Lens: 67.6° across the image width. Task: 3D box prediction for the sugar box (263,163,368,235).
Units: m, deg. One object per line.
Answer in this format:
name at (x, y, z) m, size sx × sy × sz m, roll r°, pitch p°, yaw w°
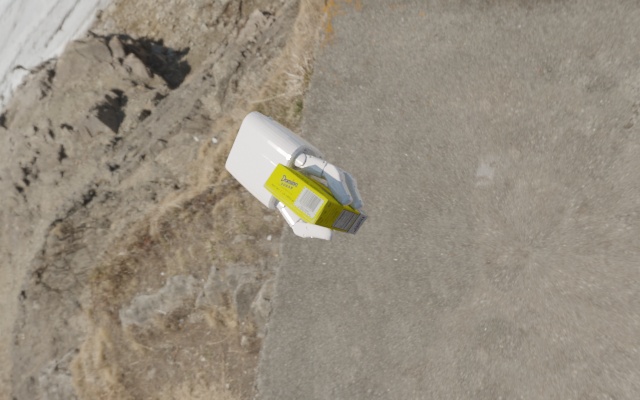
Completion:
sugar box at (0.000, 0.002, 0.696) m, size 0.093 × 0.048 × 0.176 m, roll 38°, pitch 9°, yaw 22°
